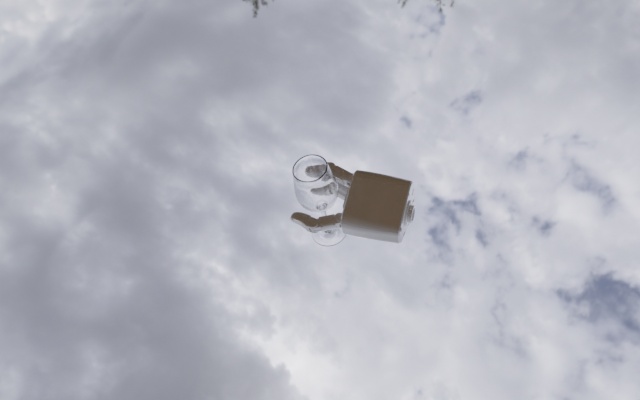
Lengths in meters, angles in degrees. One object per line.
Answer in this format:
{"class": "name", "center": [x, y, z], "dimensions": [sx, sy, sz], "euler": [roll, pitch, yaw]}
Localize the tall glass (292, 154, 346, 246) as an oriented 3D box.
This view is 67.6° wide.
{"class": "tall glass", "center": [0.000, 0.003, 0.888], "dimensions": [0.079, 0.079, 0.201], "euler": [0, -36, 13]}
